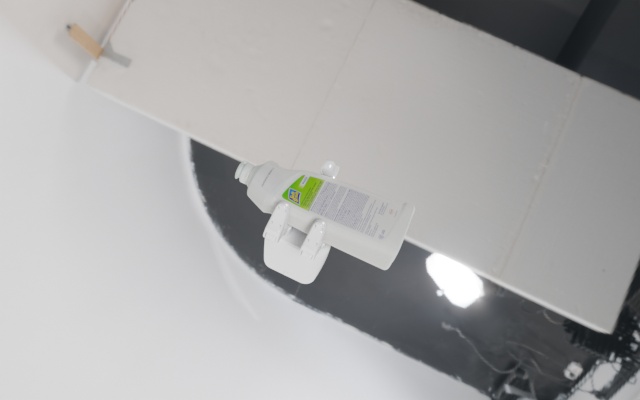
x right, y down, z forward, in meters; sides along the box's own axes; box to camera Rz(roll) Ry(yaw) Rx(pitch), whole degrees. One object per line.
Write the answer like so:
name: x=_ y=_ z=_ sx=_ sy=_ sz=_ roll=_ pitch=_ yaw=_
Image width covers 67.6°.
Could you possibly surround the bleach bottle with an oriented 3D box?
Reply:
bleach bottle: x=0.000 y=0.002 z=0.681 sx=0.251 sy=0.102 sz=0.068 roll=25 pitch=-36 yaw=5
